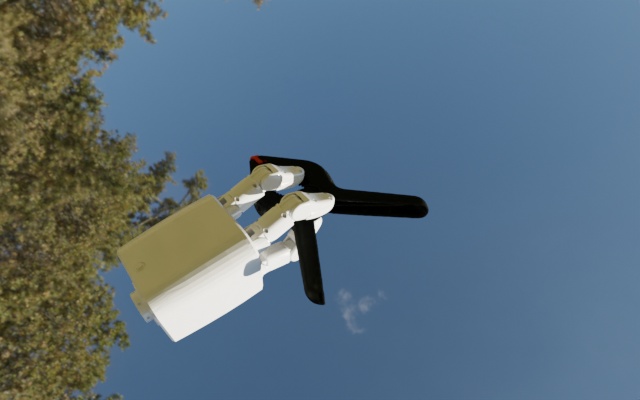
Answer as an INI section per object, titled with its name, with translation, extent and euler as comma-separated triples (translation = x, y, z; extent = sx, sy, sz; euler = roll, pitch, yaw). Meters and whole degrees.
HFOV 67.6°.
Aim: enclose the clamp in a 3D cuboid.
[clamp]
translation = 0.000, 0.002, 0.526
extent = 0.164, 0.036, 0.210
euler = -30, 50, -22
